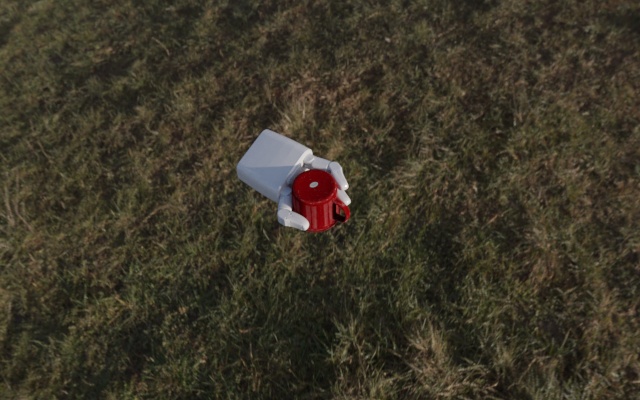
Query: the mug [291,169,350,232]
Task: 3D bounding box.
[{"bbox_3d":[0.001,0.003,0.861,0.117,0.093,0.082,28,-31,20],"label":"mug"}]
